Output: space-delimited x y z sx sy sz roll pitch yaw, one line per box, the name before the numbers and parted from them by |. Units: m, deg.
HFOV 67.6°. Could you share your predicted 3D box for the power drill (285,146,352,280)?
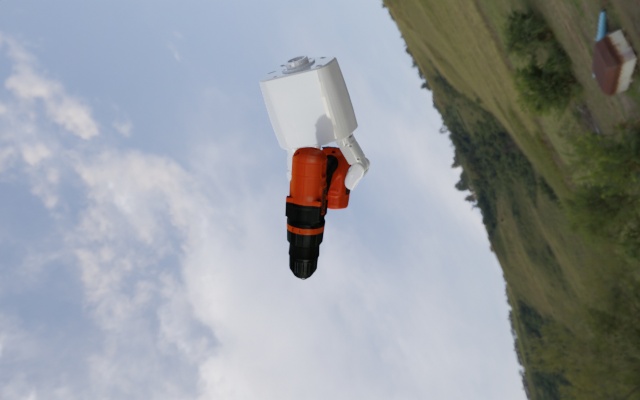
power drill | 0.000 0.002 0.704 0.057 0.184 0.187 10 18 12
